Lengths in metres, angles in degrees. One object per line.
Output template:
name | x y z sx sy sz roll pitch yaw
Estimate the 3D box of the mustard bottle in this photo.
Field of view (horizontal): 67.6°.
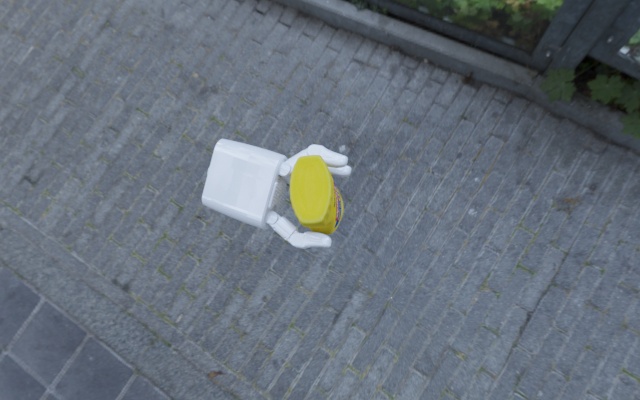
mustard bottle | 0.000 0.002 0.720 0.058 0.096 0.192 -6 -12 7
